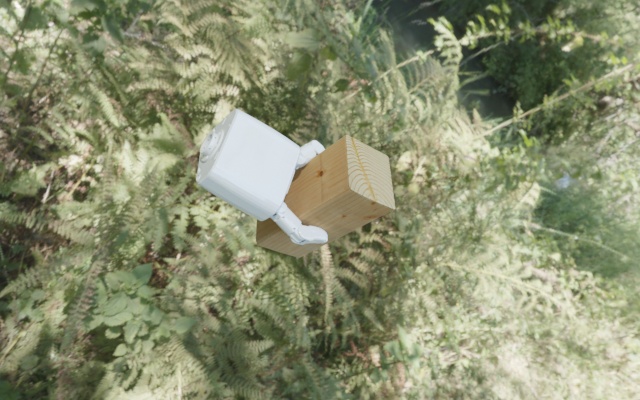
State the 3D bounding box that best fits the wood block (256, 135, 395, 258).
[{"bbox_3d":[0.000,0.002,0.710,0.090,0.090,0.206,22,-38,-36],"label":"wood block"}]
